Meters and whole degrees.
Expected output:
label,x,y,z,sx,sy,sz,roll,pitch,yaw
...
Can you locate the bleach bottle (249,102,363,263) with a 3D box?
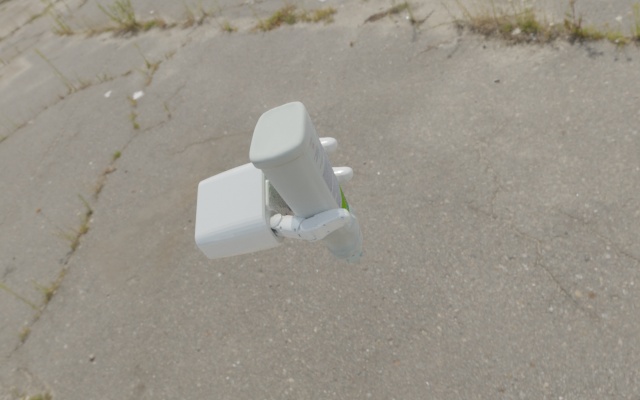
label,x,y,z,sx,sy,sz,roll,pitch,yaw
bleach bottle,0.000,0.002,0.612,0.068,0.102,0.251,-16,-48,17
